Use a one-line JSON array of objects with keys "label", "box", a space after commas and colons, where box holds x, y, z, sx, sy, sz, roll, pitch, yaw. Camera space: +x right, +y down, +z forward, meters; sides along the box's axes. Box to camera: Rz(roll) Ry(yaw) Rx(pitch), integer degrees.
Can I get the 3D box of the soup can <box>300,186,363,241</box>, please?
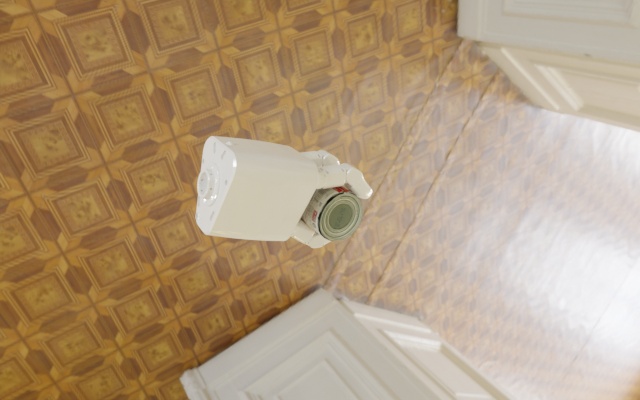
[{"label": "soup can", "box": [0.001, 0.002, 0.624, 0.068, 0.068, 0.102, 0, 22, -34]}]
